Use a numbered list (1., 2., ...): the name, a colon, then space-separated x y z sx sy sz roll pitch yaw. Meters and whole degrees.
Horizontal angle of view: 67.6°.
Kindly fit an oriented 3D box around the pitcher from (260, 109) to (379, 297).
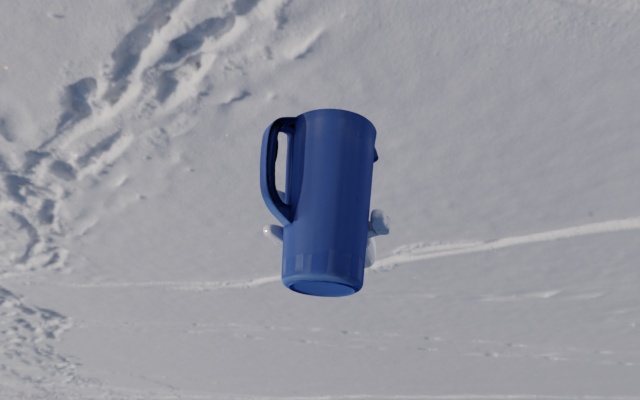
1. pitcher: 0.000 0.002 0.663 0.149 0.242 0.145 -1 -23 12
